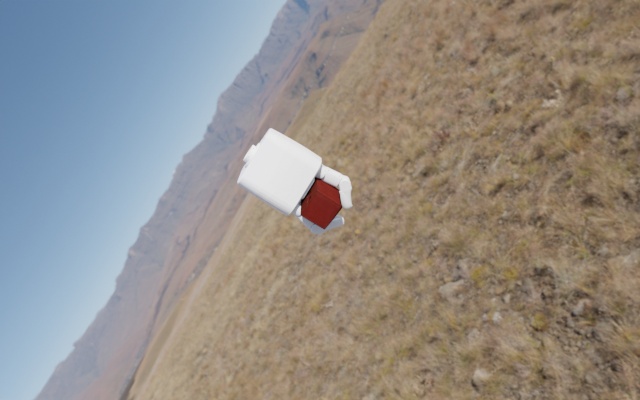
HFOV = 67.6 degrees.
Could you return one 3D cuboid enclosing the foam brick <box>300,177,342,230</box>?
[{"bbox_3d":[0.000,0.003,0.816,0.051,0.053,0.078,32,18,-14],"label":"foam brick"}]
